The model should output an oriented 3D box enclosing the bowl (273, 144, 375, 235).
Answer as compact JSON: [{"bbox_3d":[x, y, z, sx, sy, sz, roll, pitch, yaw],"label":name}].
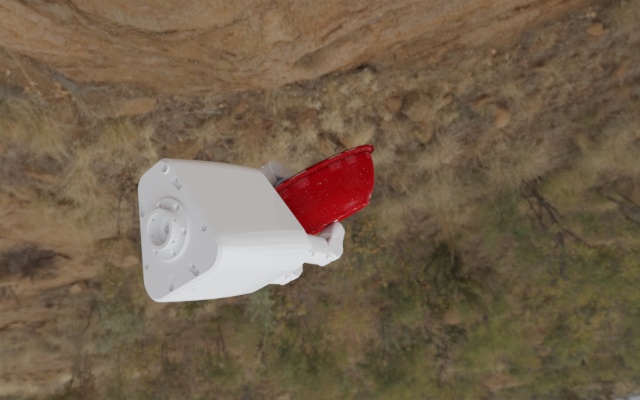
[{"bbox_3d":[0.001,0.002,0.527,0.162,0.055,0.162,-28,-5,-3],"label":"bowl"}]
